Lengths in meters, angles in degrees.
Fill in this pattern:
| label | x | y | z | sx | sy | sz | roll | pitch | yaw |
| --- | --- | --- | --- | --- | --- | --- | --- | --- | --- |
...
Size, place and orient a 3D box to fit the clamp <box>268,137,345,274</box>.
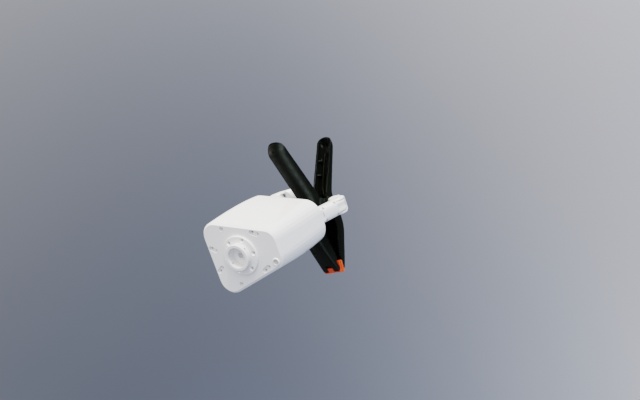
| label | x | y | z | sx | sy | sz | roll | pitch | yaw |
| --- | --- | --- | --- | --- | --- | --- | --- | --- | --- |
| clamp | 0.001 | 0.003 | 0.707 | 0.036 | 0.210 | 0.164 | -13 | 10 | 29 |
